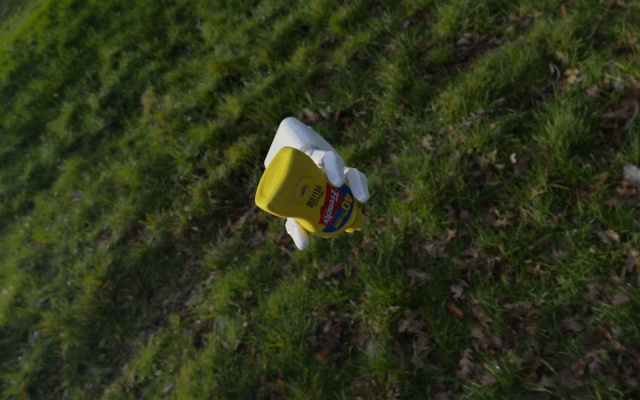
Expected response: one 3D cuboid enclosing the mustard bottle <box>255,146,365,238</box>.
[{"bbox_3d":[0.000,0.002,0.712,0.192,0.096,0.058,30,-7,-38],"label":"mustard bottle"}]
